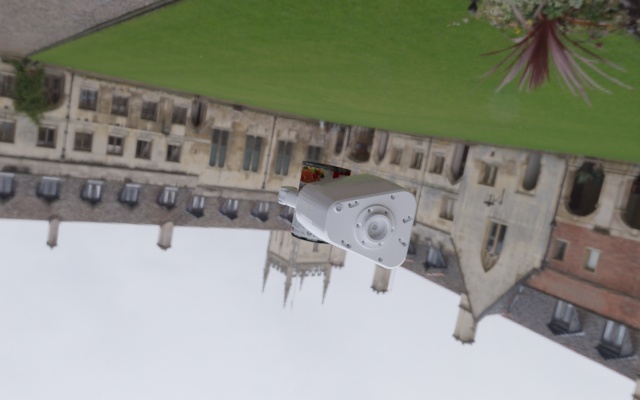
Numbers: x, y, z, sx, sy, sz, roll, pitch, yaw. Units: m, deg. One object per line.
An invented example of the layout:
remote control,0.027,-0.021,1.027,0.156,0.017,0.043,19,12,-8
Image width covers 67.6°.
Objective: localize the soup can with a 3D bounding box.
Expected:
soup can,0.000,0.002,0.655,0.068,0.102,0.068,10,7,-1
